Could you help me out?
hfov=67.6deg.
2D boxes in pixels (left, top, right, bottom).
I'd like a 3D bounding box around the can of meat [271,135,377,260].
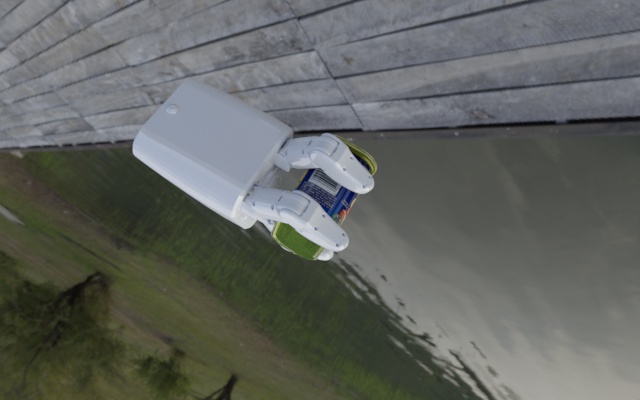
[{"bbox_3d":[0.000,0.002,0.447,0.057,0.084,0.102,32,-25,1],"label":"can of meat"}]
